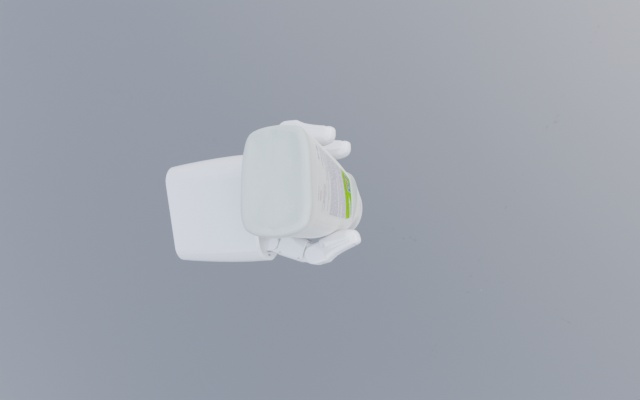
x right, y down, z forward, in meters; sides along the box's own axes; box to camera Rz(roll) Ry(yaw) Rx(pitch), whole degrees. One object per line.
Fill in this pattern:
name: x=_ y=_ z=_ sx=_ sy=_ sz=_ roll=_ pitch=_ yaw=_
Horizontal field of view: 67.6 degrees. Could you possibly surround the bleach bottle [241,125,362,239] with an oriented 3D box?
bleach bottle: x=0.000 y=0.002 z=0.520 sx=0.068 sy=0.102 sz=0.251 roll=-4 pitch=-11 yaw=18
